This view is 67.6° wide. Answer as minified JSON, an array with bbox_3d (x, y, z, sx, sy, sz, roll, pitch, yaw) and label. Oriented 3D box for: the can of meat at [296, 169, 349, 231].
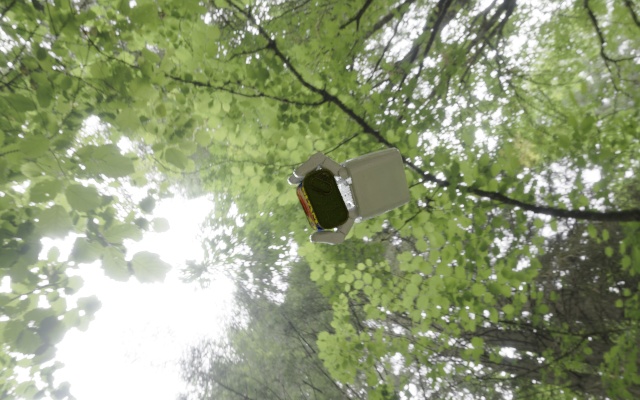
[{"bbox_3d":[0.000,0.003,0.842,0.057,0.102,0.084,-22,-2,-15],"label":"can of meat"}]
